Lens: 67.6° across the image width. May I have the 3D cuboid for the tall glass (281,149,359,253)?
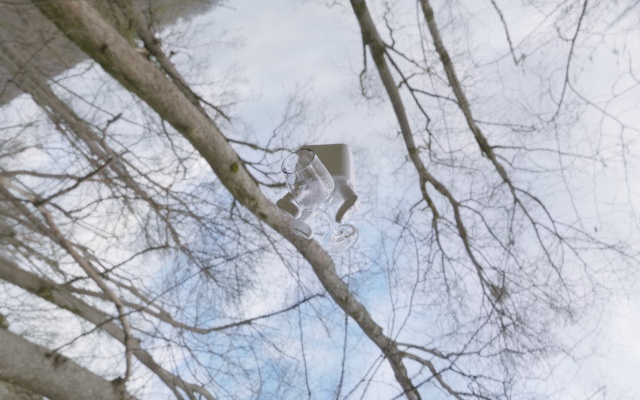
[{"bbox_3d":[0.000,0.003,0.851,0.079,0.079,0.201,0,-44,32],"label":"tall glass"}]
